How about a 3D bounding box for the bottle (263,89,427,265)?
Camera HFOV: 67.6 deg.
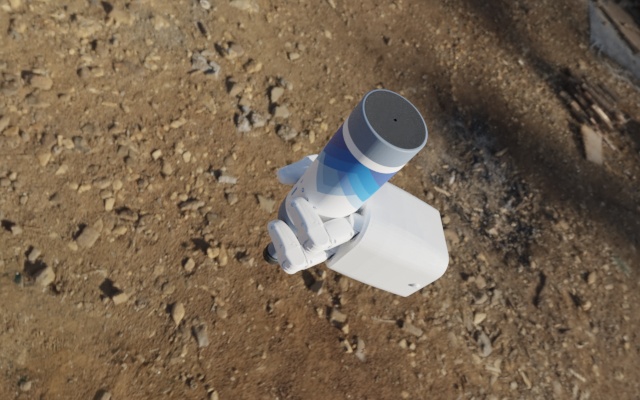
[{"bbox_3d":[0.000,0.002,0.517,0.069,0.069,0.296,0,-29,-30],"label":"bottle"}]
